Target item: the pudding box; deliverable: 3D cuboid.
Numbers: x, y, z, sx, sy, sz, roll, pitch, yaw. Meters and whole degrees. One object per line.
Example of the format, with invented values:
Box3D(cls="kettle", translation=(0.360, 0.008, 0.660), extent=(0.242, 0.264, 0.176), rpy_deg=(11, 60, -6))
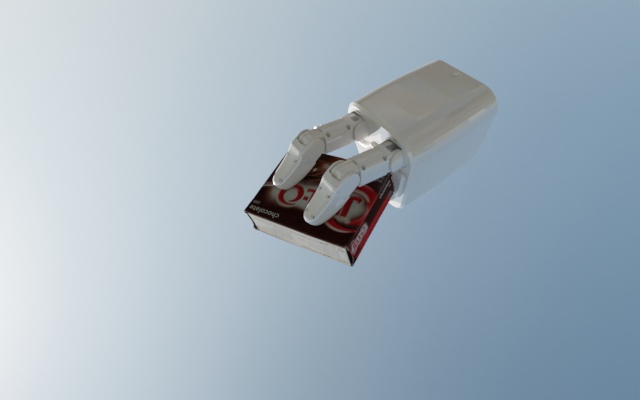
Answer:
Box3D(cls="pudding box", translation=(0.000, 0.002, 0.450), extent=(0.113, 0.090, 0.039), rpy_deg=(16, -33, 28))
